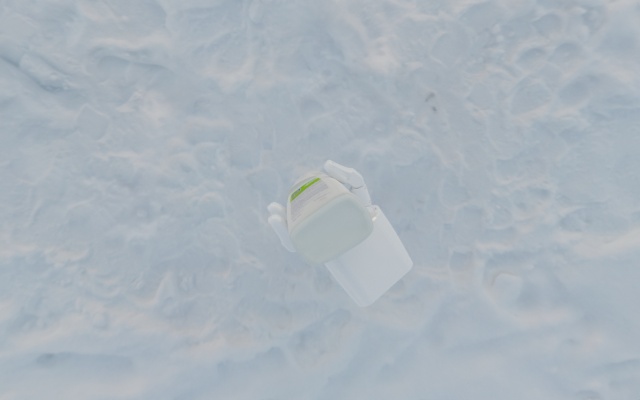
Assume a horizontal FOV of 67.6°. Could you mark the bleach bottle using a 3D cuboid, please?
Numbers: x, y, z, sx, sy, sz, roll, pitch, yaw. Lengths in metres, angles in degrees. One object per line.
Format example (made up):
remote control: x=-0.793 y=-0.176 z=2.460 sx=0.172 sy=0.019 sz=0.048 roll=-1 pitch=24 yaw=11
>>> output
bleach bottle: x=0.000 y=0.002 z=0.681 sx=0.102 sy=0.068 sz=0.250 roll=-33 pitch=17 yaw=5
